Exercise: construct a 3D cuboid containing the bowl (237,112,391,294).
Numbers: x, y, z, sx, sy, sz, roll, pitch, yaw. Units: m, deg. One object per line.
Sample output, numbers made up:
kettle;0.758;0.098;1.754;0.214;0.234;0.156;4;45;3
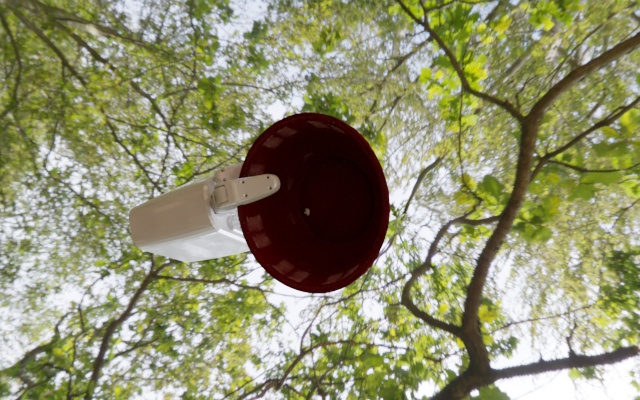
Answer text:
bowl;0.001;0.001;0.445;0.162;0.162;0.055;0;4;32
